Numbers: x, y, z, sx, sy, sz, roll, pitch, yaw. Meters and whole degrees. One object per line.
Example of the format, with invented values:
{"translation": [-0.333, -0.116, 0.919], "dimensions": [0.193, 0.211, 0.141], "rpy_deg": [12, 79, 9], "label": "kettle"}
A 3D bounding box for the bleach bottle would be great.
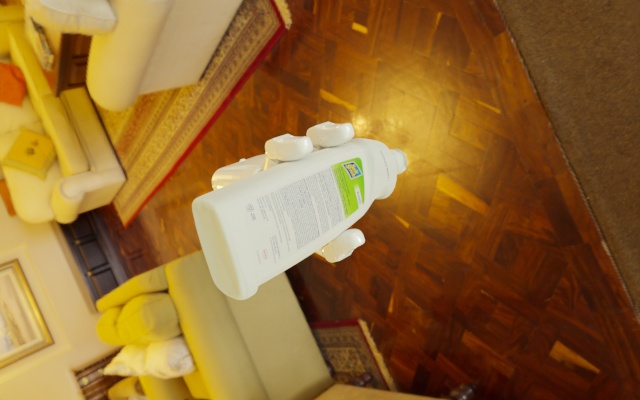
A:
{"translation": [0.000, 0.002, 0.495], "dimensions": [0.251, 0.102, 0.068], "rpy_deg": [-24, 18, -35], "label": "bleach bottle"}
